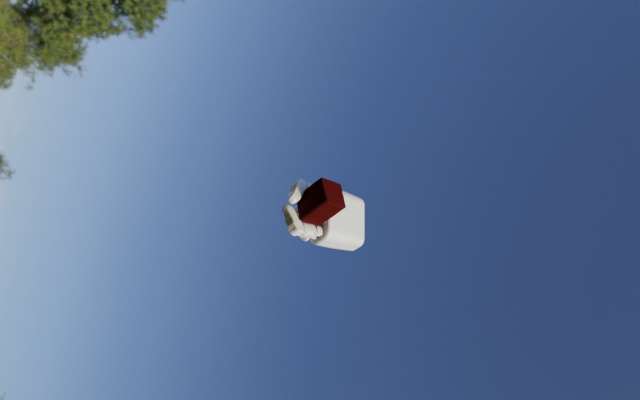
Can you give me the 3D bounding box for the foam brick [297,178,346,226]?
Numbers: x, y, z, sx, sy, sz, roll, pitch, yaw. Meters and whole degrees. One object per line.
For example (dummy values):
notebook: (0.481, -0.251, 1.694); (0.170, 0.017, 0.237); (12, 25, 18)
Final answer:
foam brick: (0.000, 0.003, 0.886); (0.051, 0.053, 0.078); (17, -40, -39)
